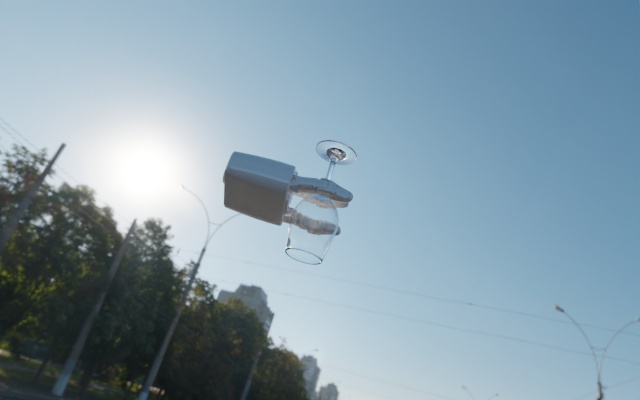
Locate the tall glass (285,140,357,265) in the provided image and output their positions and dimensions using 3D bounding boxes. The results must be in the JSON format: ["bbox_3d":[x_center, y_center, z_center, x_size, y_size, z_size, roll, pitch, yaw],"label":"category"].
[{"bbox_3d":[0.000,0.002,0.793,0.079,0.201,0.079,14,-24,7],"label":"tall glass"}]
